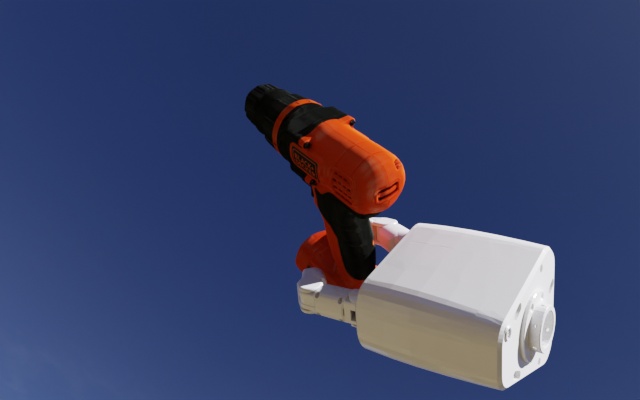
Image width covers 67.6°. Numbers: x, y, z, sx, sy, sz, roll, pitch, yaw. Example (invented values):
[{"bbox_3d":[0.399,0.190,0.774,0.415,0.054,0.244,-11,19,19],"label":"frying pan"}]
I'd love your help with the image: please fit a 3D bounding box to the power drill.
[{"bbox_3d":[0.000,0.002,0.424,0.057,0.188,0.184,-29,44,-20],"label":"power drill"}]
